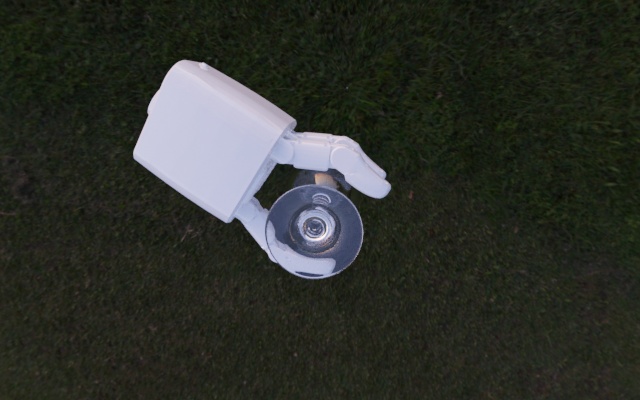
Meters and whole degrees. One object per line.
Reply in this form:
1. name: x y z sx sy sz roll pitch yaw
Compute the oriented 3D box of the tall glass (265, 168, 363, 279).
1. tall glass: 0.000 0.002 0.454 0.079 0.079 0.201 0 13 3
